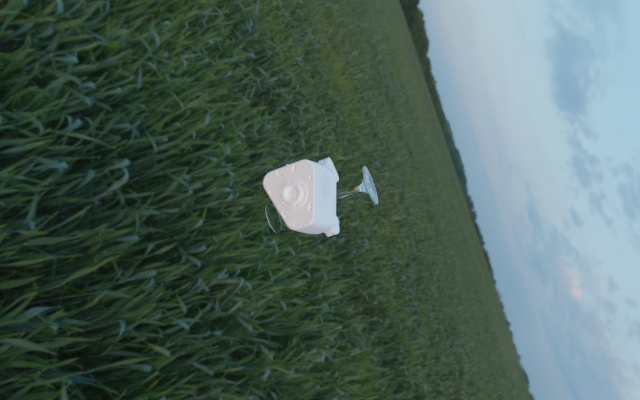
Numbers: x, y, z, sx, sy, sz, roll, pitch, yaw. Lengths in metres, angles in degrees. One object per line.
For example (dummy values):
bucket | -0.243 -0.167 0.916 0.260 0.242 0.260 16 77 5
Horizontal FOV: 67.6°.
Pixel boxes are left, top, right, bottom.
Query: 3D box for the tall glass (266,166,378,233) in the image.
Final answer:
tall glass | 0.001 0.003 0.889 0.201 0.079 0.079 -19 -5 16
